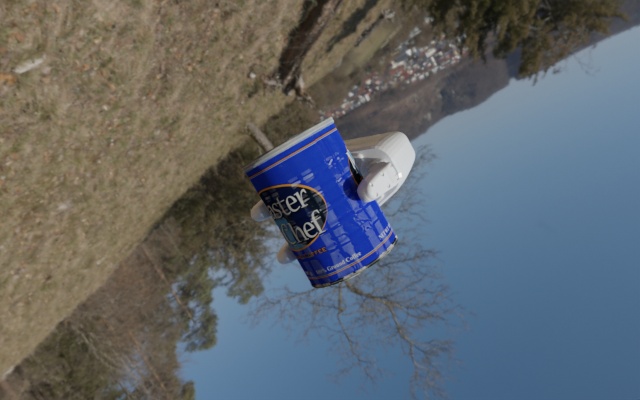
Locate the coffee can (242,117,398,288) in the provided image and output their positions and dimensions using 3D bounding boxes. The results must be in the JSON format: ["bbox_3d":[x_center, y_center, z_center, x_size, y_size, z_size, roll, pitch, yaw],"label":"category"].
[{"bbox_3d":[0.000,0.001,0.483,0.103,0.140,0.103,-29,7,4],"label":"coffee can"}]
